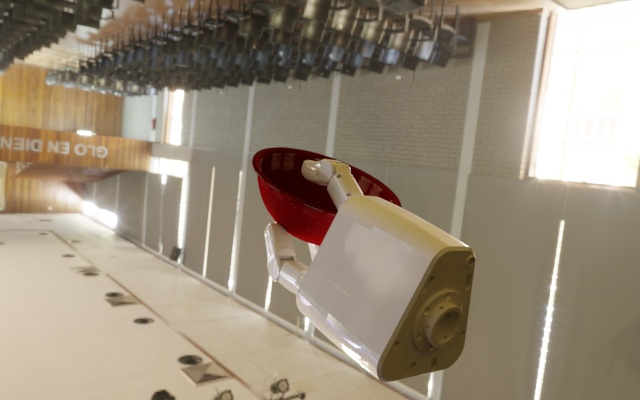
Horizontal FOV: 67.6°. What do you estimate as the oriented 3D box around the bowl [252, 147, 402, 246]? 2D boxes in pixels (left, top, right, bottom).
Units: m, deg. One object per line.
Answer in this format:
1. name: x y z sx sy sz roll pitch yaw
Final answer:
1. bowl: 0.000 0.001 0.502 0.162 0.055 0.162 17 23 -7
